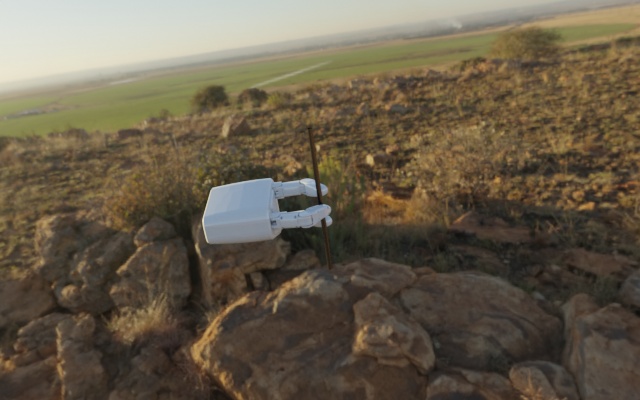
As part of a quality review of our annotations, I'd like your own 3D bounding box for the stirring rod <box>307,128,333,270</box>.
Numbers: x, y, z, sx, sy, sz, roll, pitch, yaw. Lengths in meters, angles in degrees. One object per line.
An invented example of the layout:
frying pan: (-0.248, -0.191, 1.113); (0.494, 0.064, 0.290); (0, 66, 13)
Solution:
stirring rod: (0.000, 0.003, 0.765); (0.011, 0.240, 0.011); (-7, 20, 3)
